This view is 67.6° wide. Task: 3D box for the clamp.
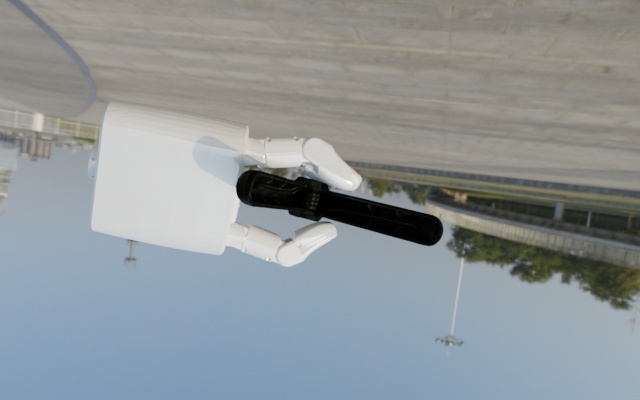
[{"bbox_3d":[0.000,0.002,0.431,0.164,0.036,0.210,15,1,-14],"label":"clamp"}]
